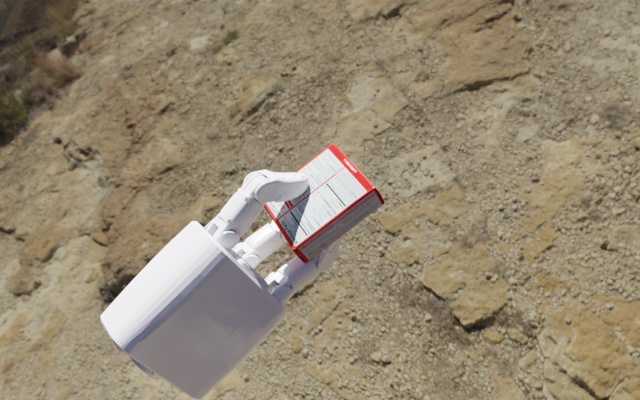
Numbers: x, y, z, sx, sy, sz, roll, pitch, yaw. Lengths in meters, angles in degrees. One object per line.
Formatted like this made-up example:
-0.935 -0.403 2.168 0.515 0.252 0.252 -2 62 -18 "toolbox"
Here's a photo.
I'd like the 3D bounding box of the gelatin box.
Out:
0.000 0.001 0.428 0.073 0.089 0.030 52 0 41 "gelatin box"
